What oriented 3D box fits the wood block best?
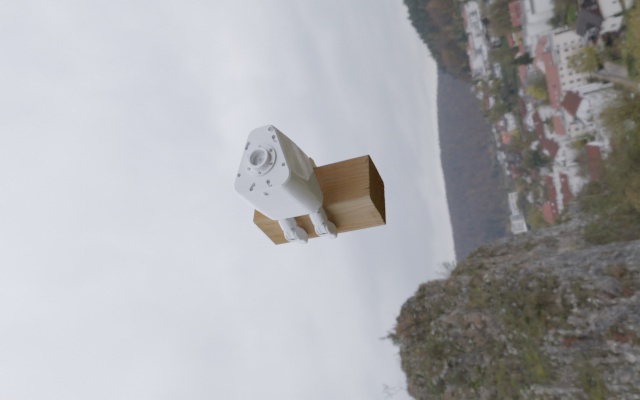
[{"bbox_3d":[0.000,0.002,0.818,0.206,0.090,0.090,-12,-37,20],"label":"wood block"}]
